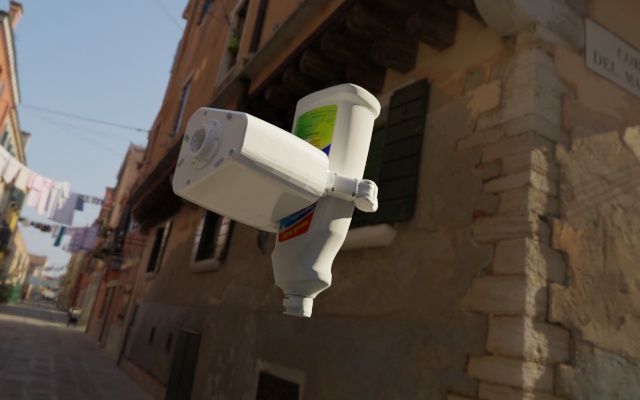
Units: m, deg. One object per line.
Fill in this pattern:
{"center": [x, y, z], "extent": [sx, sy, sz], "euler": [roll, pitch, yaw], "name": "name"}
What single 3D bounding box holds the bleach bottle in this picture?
{"center": [0.000, 0.002, 0.533], "extent": [0.102, 0.250, 0.068], "euler": [-6, -22, 43], "name": "bleach bottle"}
